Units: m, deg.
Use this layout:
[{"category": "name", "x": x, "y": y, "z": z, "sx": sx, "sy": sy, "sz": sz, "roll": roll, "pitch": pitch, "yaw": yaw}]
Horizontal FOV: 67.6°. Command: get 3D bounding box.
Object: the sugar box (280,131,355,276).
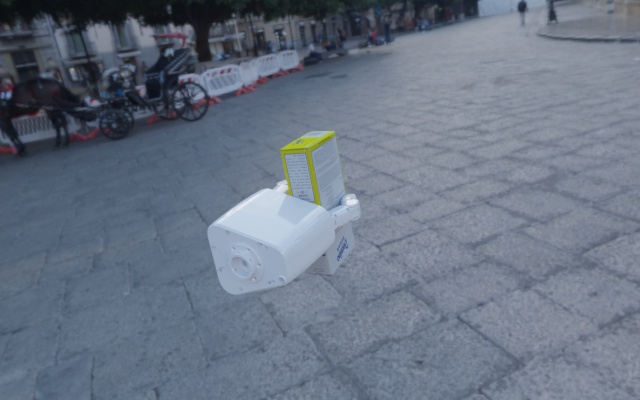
[{"category": "sugar box", "x": 0.000, "y": 0.002, "z": 0.643, "sx": 0.048, "sy": 0.176, "sz": 0.093, "roll": 2, "pitch": 22, "yaw": 26}]
